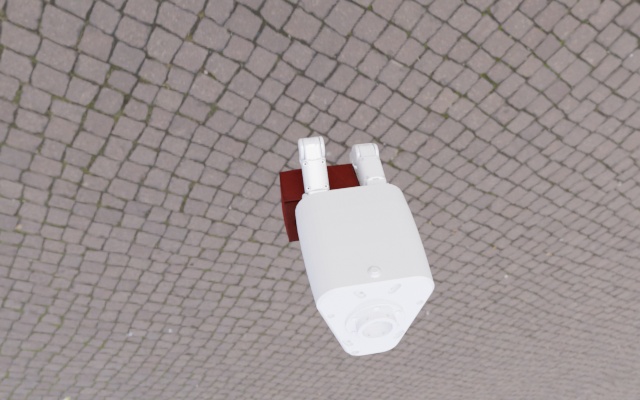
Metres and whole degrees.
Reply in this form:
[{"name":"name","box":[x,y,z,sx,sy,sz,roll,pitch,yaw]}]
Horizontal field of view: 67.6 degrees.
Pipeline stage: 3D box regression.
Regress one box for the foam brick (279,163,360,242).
[{"name":"foam brick","box":[0.000,0.002,0.478,0.078,0.053,0.051,-8,42,-5]}]
